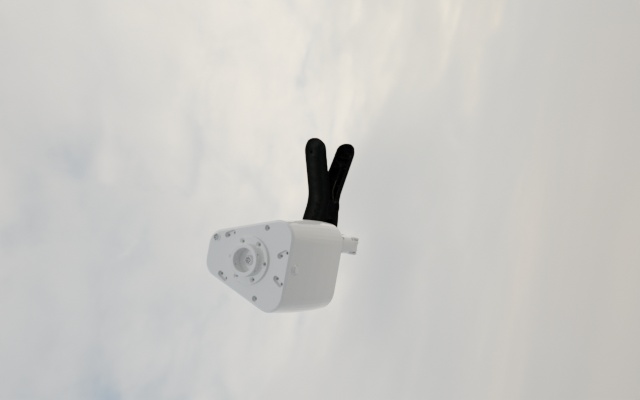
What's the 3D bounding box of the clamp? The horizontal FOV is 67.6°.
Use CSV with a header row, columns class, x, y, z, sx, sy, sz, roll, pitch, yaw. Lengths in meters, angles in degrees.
class,x,y,z,sx,sy,sz,roll,pitch,yaw
clamp,0.000,0.002,0.594,0.039,0.171,0.120,9,-2,28
